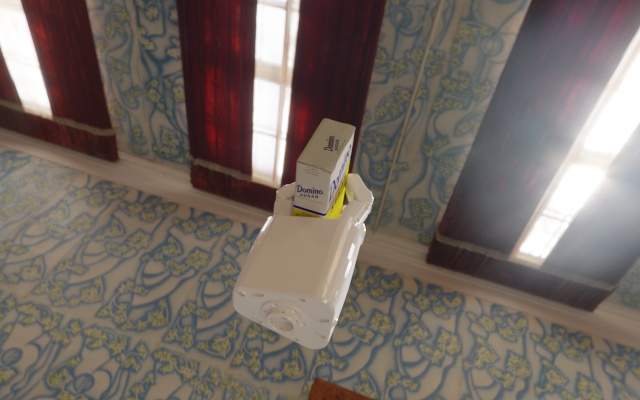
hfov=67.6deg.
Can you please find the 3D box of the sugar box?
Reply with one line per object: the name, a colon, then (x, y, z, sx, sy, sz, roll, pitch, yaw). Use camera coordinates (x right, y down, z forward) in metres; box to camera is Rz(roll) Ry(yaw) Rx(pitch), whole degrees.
sugar box: (0.001, 0.002, 0.571, 0.048, 0.176, 0.093, 18, 44, 9)
